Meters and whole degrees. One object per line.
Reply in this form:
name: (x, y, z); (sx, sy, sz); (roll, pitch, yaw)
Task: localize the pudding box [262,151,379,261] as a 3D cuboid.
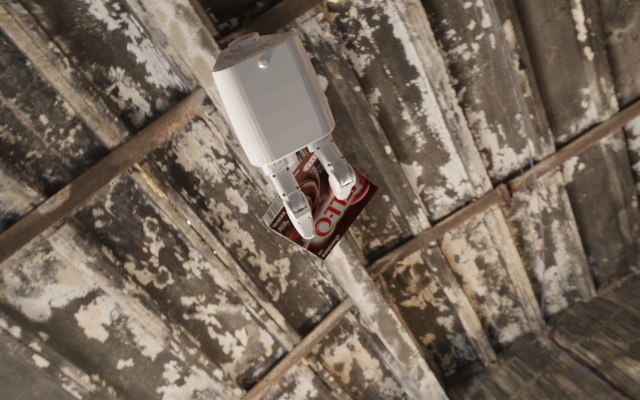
pudding box: (0.000, 0.002, 0.559); (0.090, 0.113, 0.039); (35, 6, -30)
